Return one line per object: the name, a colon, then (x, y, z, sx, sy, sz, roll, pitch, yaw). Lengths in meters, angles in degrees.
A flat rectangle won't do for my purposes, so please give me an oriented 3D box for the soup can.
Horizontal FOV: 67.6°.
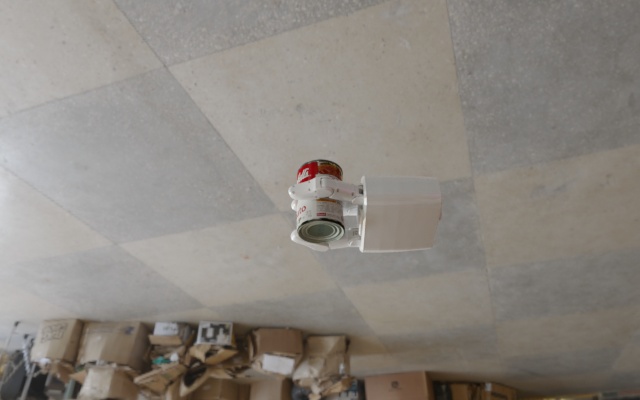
soup can: (0.000, 0.002, 0.678, 0.068, 0.102, 0.069, -1, -33, -1)
